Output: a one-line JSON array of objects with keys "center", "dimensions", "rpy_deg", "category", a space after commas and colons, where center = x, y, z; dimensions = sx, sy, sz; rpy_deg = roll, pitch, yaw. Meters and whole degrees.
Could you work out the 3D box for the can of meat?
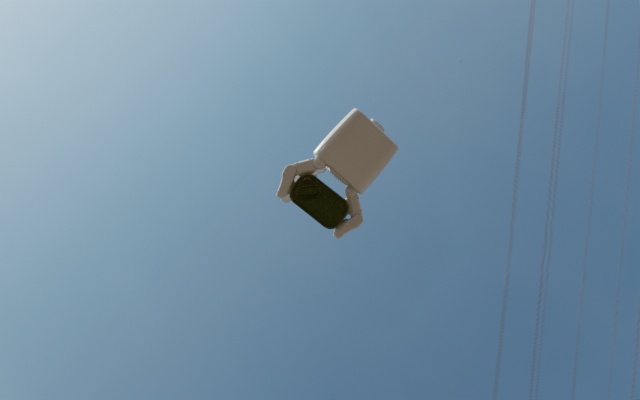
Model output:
[{"center": [0.000, 0.003, 0.828], "dimensions": [0.102, 0.057, 0.084], "rpy_deg": [38, 0, 4], "category": "can of meat"}]
